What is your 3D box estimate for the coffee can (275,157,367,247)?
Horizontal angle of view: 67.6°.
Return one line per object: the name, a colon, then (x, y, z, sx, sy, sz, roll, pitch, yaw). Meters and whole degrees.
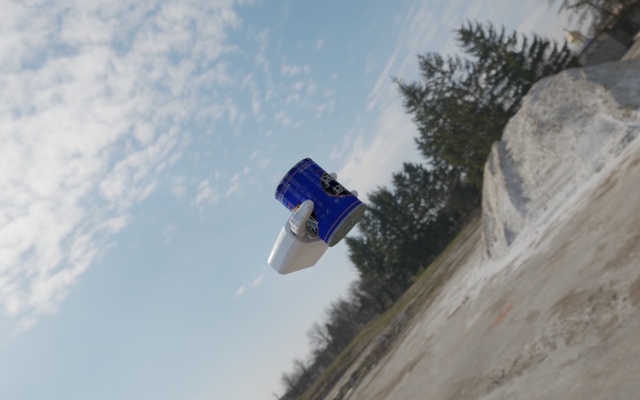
coffee can: (0.000, 0.003, 0.887, 0.140, 0.103, 0.103, 41, 12, 14)
